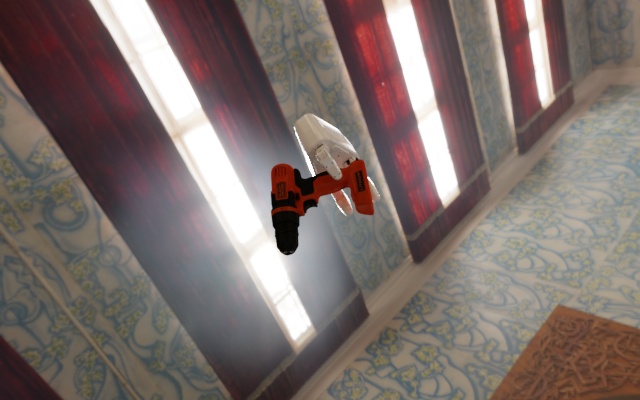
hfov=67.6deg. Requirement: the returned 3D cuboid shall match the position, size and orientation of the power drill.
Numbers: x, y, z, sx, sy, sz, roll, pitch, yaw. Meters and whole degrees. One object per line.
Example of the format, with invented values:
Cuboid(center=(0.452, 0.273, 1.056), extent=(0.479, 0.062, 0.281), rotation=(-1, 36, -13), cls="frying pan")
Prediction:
Cuboid(center=(0.001, 0.003, 0.874), extent=(0.187, 0.184, 0.057), rotation=(-9, -27, 4), cls="power drill")
